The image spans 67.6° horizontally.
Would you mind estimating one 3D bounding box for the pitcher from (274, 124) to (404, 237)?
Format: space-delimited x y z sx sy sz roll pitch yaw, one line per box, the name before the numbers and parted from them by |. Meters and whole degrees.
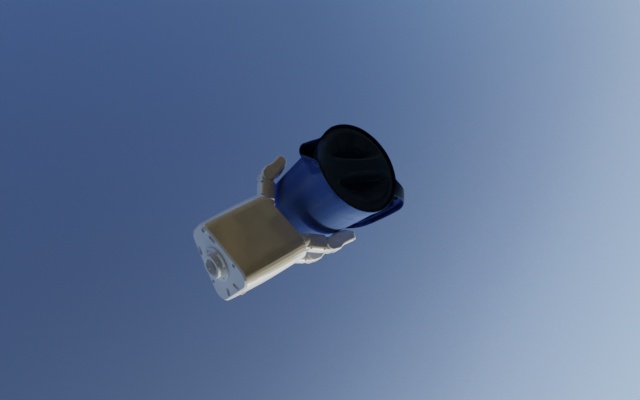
pitcher | 0.000 0.002 0.738 0.145 0.149 0.243 -30 -3 -41
